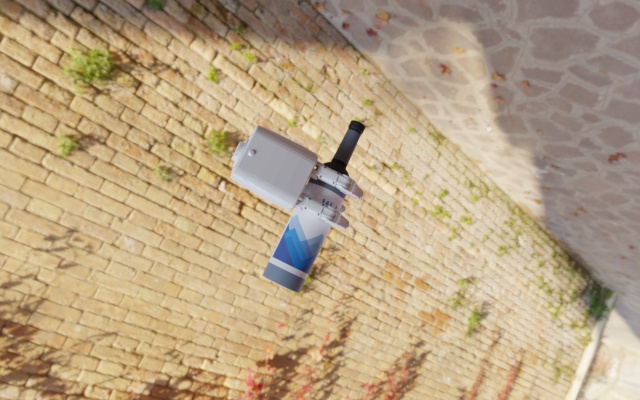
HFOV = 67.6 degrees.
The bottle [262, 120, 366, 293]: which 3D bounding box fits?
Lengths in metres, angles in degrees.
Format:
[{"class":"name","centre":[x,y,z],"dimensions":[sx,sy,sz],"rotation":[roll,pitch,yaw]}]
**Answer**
[{"class":"bottle","centre":[0.000,0.003,0.781],"dimensions":[0.069,0.295,0.069],"rotation":[25,-8,4]}]
